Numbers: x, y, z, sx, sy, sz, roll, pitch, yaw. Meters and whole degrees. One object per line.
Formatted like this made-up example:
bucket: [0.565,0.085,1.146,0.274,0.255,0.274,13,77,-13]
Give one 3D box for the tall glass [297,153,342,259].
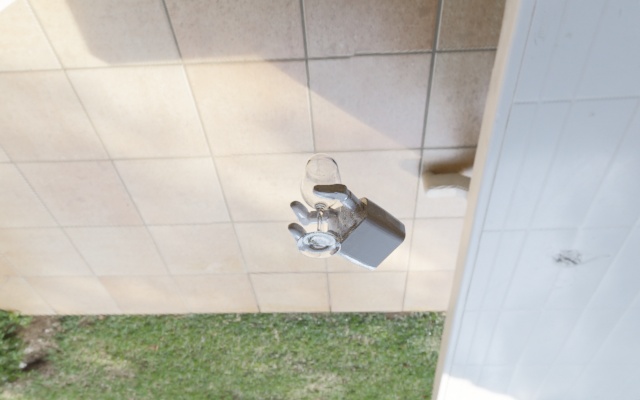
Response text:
tall glass: [0.000,0.003,0.862,0.079,0.200,0.079,1,-43,1]
